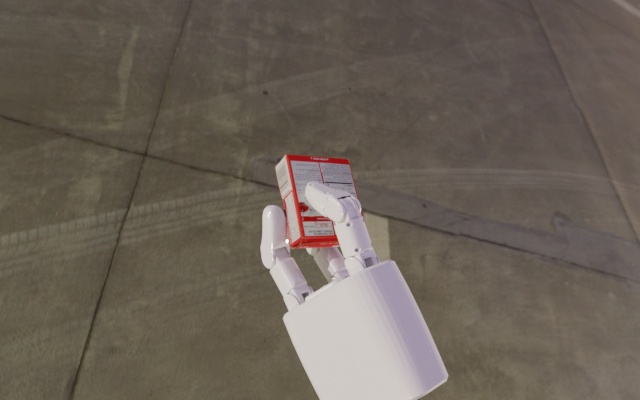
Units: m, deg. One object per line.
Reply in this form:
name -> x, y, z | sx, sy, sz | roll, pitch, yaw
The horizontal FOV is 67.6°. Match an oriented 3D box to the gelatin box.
gelatin box -> 0.000, 0.001, 0.464 | 0.073, 0.089, 0.030 | 1, -24, -31
